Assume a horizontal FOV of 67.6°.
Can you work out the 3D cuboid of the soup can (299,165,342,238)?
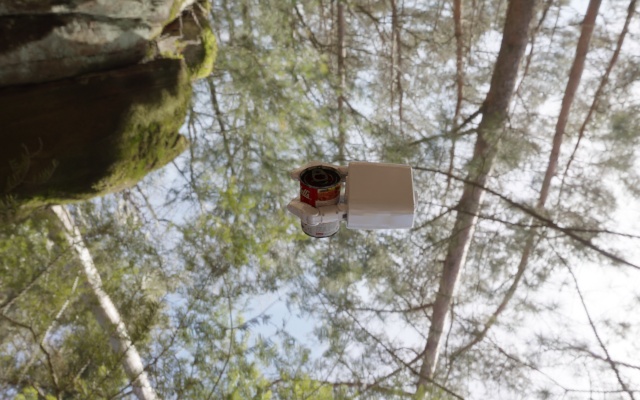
[{"bbox_3d":[0.000,0.003,0.787,0.068,0.102,0.068,0,34,0],"label":"soup can"}]
